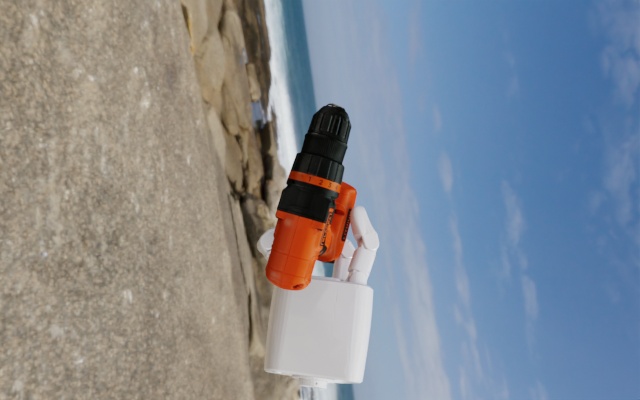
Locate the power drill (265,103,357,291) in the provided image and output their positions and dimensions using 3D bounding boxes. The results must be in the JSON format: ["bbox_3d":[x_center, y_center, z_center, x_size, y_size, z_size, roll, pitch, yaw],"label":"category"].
[{"bbox_3d":[0.000,0.002,0.530,0.057,0.184,0.187,17,-2,12],"label":"power drill"}]
